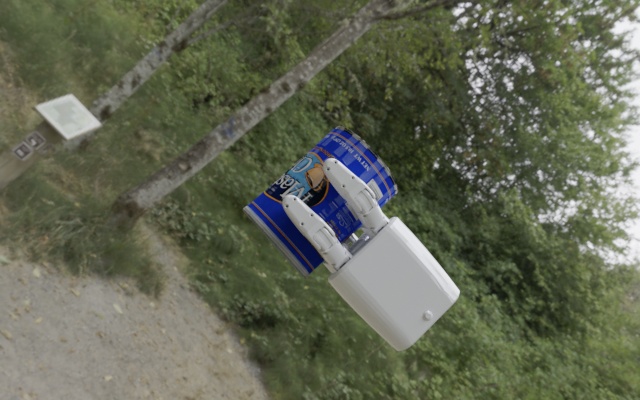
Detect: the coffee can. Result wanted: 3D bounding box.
[{"bbox_3d":[0.000,0.002,0.530,0.140,0.103,0.103,-42,7,-8],"label":"coffee can"}]
